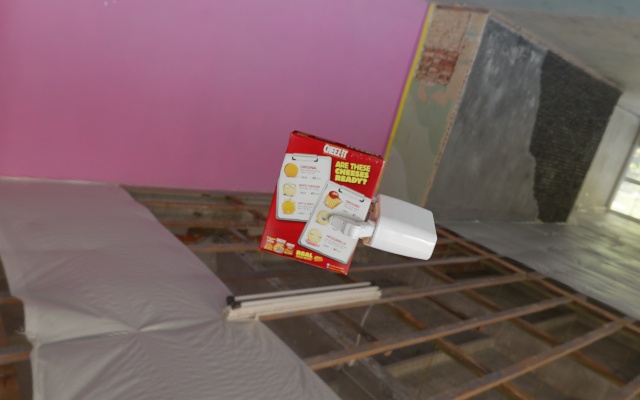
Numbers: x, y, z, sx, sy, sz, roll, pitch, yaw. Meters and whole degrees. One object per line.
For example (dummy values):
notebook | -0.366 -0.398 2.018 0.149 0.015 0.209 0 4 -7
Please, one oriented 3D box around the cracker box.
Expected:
cracker box | 0.000 0.003 0.835 0.164 0.214 0.072 16 13 -3
